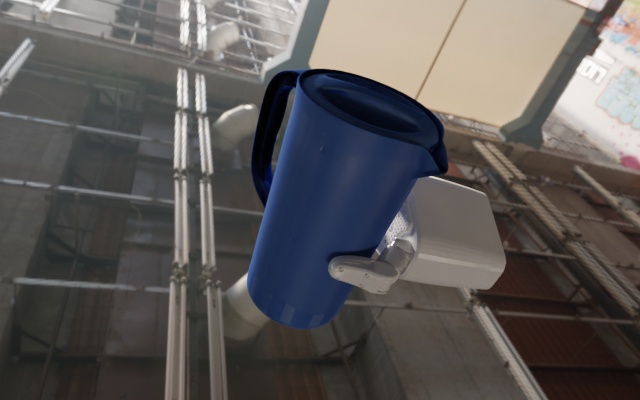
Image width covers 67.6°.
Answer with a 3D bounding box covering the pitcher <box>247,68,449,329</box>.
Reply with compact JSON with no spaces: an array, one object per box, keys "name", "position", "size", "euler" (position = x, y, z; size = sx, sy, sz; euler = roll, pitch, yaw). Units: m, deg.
[{"name":"pitcher","position":[0.000,0.002,0.467],"size":[0.145,0.243,0.149],"euler":[11,33,-18]}]
